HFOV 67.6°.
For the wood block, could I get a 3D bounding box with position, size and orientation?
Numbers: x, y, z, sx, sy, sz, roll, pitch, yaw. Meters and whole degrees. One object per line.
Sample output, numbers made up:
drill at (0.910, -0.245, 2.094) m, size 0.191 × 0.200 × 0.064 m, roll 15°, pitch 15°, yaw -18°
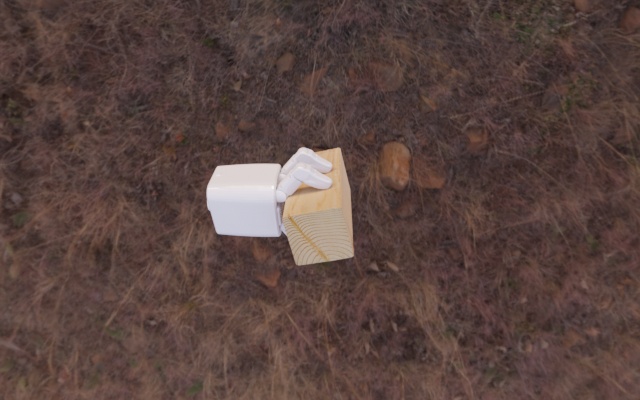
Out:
wood block at (0.000, 0.003, 0.779) m, size 0.090 × 0.091 × 0.206 m, roll -10°, pitch 30°, yaw 8°
